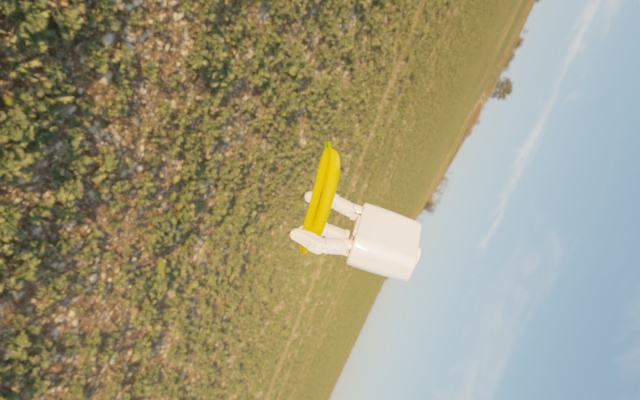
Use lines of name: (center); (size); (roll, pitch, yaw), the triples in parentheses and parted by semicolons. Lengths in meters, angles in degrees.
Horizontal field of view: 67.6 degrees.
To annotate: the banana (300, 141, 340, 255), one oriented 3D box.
banana: (0.001, 0.001, 0.783); (0.037, 0.198, 0.069); (15, 5, -2)
